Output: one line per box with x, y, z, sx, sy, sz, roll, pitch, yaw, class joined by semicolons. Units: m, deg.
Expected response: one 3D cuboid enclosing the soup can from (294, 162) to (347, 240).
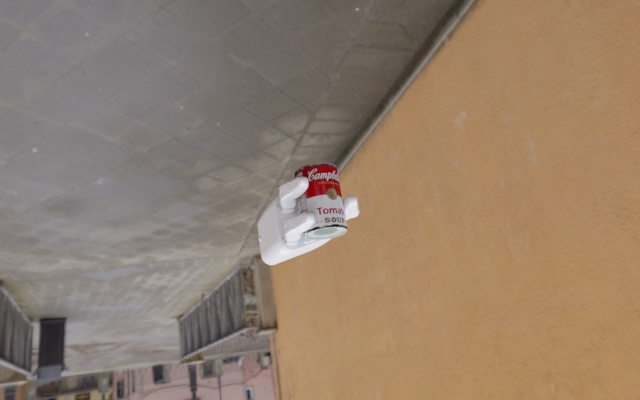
0.000;0.002;0.725;0.068;0.102;0.068;-8;-19;-3;soup can
